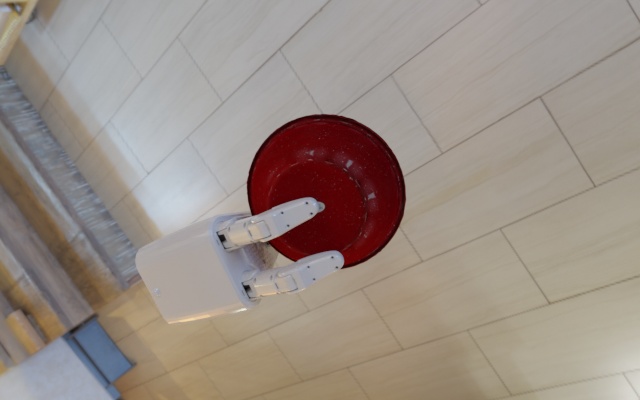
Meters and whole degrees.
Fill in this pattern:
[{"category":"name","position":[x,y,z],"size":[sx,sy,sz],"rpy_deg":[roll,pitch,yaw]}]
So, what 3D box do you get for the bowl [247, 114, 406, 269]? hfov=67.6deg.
[{"category":"bowl","position":[0.001,0.001,0.454],"size":[0.162,0.162,0.055],"rpy_deg":[0,15,9]}]
